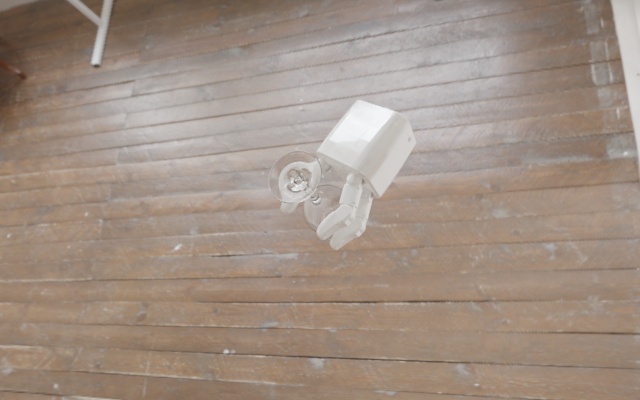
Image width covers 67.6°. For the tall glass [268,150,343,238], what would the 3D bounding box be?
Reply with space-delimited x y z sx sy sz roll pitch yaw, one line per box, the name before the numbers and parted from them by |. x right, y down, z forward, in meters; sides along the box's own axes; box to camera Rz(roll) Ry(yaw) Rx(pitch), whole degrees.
tall glass | 0.000 0.002 0.698 0.079 0.079 0.201 0 -20 21
